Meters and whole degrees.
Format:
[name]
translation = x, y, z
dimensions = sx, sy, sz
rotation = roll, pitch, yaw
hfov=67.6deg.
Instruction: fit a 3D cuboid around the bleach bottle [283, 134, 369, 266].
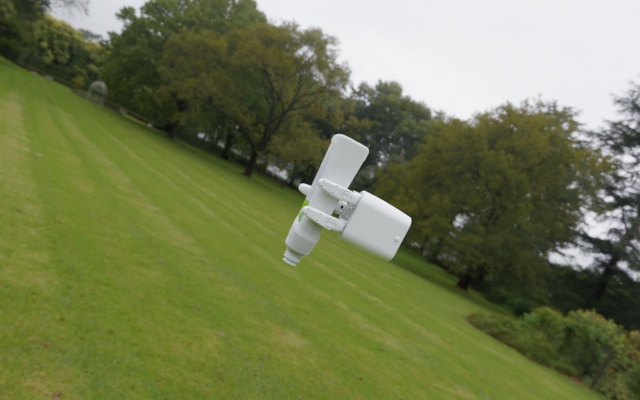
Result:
[bleach bottle]
translation = 0.000, 0.003, 0.883
dimensions = 0.068, 0.251, 0.102
rotation = 28, 3, -7
